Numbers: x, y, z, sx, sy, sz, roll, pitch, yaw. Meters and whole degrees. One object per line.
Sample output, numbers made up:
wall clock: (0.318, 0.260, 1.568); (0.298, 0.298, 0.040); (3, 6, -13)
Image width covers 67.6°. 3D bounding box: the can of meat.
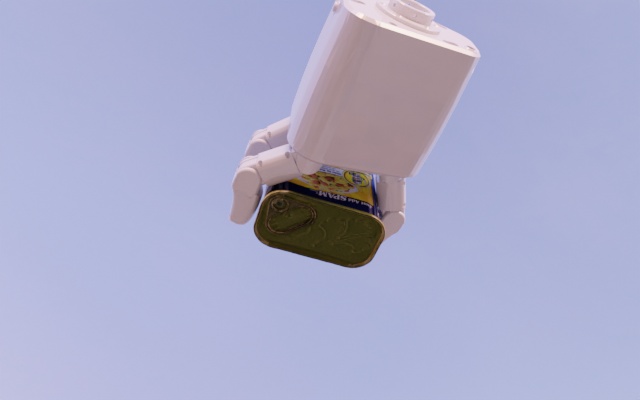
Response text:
can of meat: (0.000, 0.001, 0.411); (0.102, 0.057, 0.084); (16, 34, -9)
